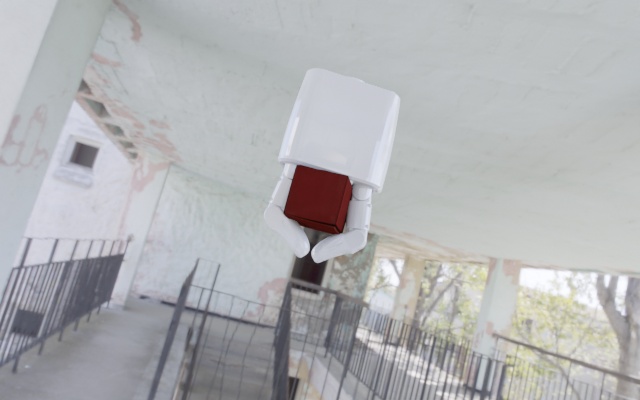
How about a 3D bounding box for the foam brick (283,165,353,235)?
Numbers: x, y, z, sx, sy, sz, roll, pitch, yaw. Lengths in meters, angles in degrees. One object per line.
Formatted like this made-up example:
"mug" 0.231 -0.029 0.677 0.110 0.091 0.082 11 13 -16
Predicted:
"foam brick" 0.000 0.002 0.481 0.053 0.051 0.078 14 -8 9
